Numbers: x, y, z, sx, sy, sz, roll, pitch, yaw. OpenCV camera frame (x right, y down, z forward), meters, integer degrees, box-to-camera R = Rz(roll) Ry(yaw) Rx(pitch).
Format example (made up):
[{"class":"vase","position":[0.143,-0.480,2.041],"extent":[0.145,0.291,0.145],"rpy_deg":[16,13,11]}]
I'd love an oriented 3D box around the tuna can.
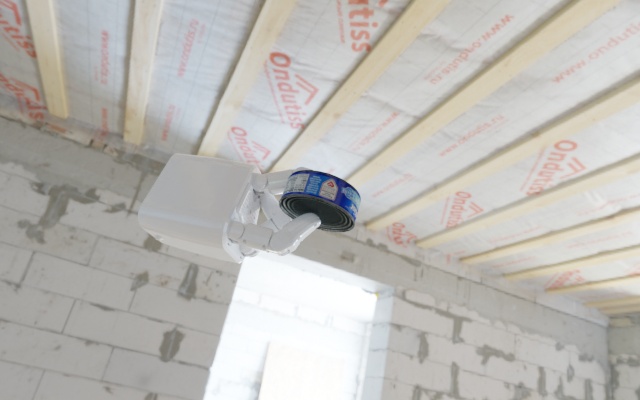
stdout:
[{"class":"tuna can","position":[0.000,0.001,0.522],"extent":[0.086,0.033,0.086],"rpy_deg":[15,-23,7]}]
